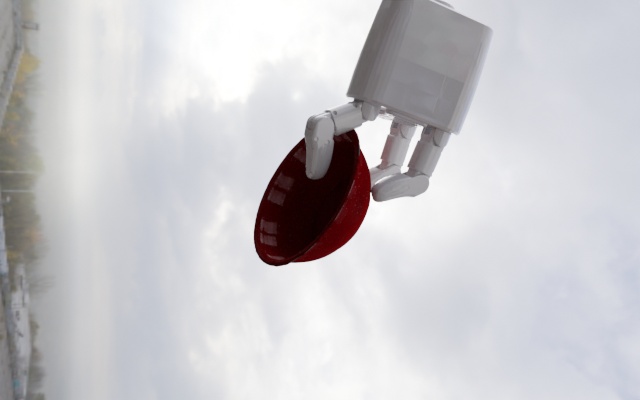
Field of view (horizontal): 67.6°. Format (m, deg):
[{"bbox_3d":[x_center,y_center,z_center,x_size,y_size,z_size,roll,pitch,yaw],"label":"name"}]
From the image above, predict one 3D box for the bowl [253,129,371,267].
[{"bbox_3d":[0.000,0.003,0.489,0.055,0.162,0.162,31,-17,-30],"label":"bowl"}]
